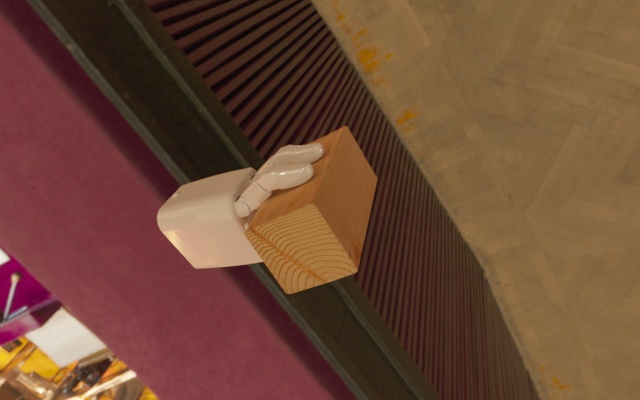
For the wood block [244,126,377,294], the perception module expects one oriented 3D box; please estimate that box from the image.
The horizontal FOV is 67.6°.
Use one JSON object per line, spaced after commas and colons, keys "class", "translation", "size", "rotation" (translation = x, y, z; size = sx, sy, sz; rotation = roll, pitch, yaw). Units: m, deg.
{"class": "wood block", "translation": [0.000, 0.002, 0.569], "size": [0.090, 0.091, 0.206], "rotation": [-22, 22, 24]}
